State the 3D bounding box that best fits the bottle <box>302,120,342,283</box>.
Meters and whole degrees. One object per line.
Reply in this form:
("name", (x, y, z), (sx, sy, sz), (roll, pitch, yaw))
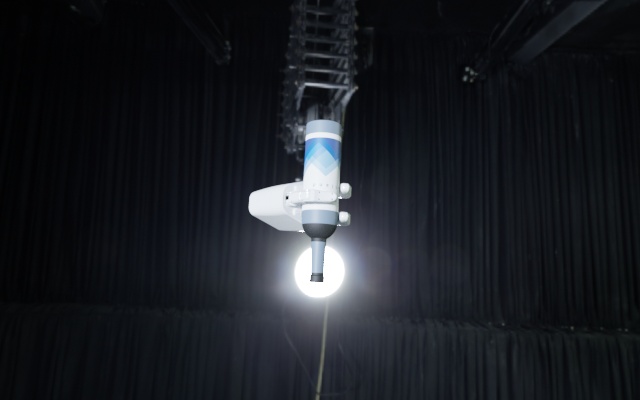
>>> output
("bottle", (0.000, 0.003, 0.881), (0.069, 0.295, 0.069), (3, -10, 0))
